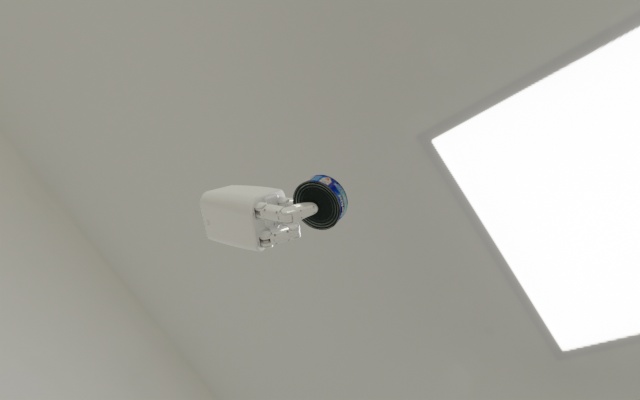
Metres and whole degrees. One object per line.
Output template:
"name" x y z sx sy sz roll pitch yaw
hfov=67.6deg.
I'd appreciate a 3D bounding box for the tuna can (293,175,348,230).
"tuna can" 0.000 0.002 0.773 0.086 0.086 0.033 0 24 30
